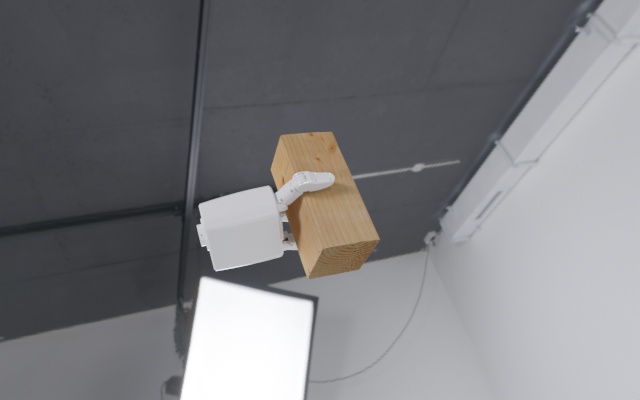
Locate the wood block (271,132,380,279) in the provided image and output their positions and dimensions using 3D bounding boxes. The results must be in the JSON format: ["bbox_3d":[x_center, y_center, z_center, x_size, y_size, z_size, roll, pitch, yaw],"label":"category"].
[{"bbox_3d":[0.000,0.002,0.728,0.090,0.206,0.091,-7,-33,-23],"label":"wood block"}]
